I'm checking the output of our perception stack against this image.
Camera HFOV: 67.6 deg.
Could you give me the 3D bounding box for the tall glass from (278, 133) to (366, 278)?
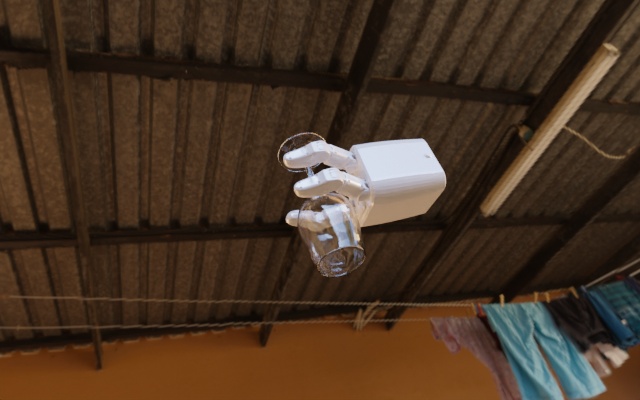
[{"bbox_3d":[0.000,0.002,0.633,0.079,0.201,0.079,-11,-40,-10],"label":"tall glass"}]
